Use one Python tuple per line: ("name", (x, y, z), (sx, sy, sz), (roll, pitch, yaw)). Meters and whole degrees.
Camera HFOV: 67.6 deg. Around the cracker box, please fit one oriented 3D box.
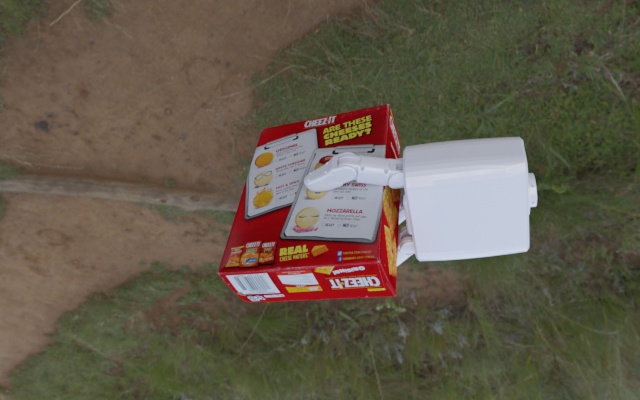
("cracker box", (0.000, 0.002, 0.519), (0.164, 0.213, 0.072), (-7, -43, 19))
